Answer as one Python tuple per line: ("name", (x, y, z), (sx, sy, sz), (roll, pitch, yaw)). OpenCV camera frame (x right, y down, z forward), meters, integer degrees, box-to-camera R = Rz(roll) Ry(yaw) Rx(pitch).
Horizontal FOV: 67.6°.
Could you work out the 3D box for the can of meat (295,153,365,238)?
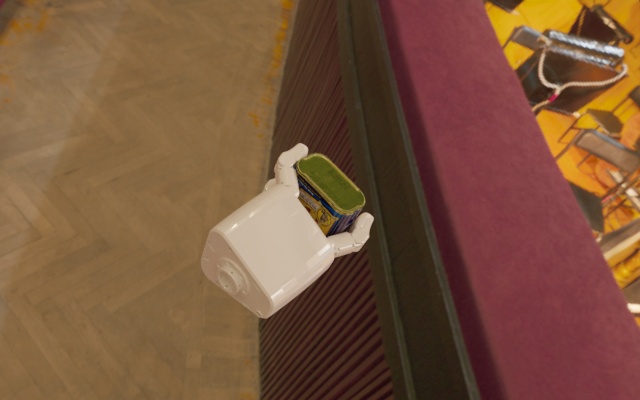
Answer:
("can of meat", (0.000, 0.002, 0.614), (0.057, 0.102, 0.084), (-31, -20, -40))
